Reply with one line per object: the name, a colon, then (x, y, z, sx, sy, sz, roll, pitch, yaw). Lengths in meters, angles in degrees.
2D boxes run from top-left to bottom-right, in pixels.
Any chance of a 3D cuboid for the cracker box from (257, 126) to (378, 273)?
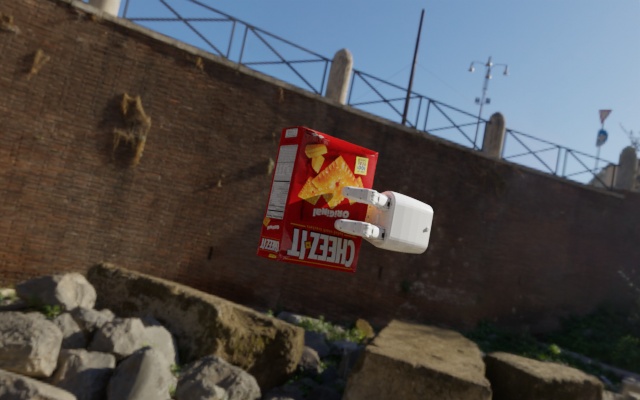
cracker box: (0.000, 0.002, 0.790, 0.164, 0.213, 0.072, 15, -6, -36)
